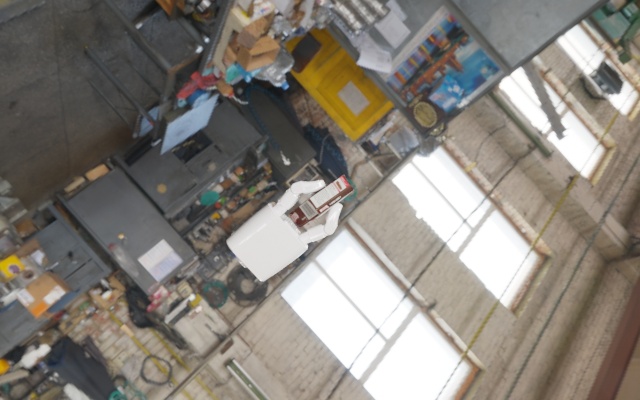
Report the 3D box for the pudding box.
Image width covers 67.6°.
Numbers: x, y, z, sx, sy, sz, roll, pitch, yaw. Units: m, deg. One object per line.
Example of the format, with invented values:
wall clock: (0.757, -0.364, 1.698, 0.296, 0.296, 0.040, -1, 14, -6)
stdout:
pudding box: (0.000, 0.003, 0.890, 0.090, 0.039, 0.113, -36, 2, -26)
